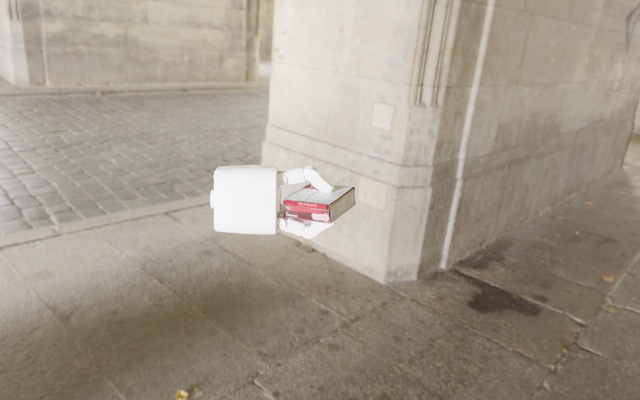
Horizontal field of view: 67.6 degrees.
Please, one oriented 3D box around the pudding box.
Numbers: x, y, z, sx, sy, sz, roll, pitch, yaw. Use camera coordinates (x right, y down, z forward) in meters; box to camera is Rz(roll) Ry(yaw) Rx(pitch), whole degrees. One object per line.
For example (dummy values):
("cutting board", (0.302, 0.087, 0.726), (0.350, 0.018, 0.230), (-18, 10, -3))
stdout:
("pudding box", (0.000, 0.003, 0.835), (0.090, 0.039, 0.113), (8, 22, 25))
